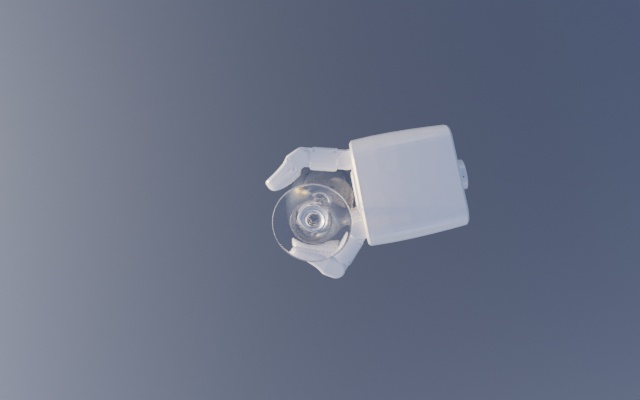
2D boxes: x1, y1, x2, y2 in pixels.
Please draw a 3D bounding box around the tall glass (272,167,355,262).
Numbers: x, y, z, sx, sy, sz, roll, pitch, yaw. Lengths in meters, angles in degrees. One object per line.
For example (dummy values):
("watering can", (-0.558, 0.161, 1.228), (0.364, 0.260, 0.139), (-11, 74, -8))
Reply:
("tall glass", (0.000, 0.002, 0.534), (0.079, 0.079, 0.201), (0, 11, 4))
